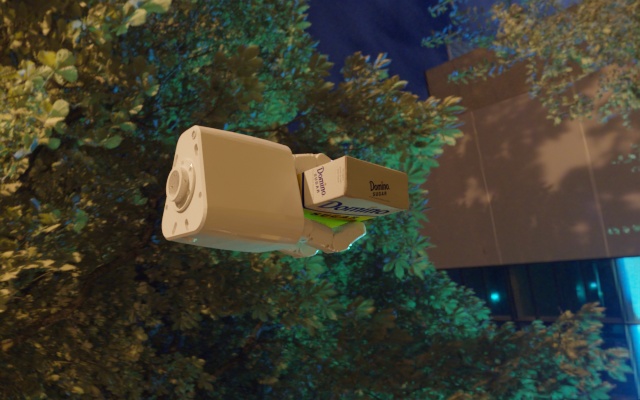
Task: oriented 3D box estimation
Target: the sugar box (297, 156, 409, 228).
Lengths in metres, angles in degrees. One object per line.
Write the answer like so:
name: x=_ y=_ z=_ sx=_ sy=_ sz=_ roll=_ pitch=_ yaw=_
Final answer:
sugar box: x=0.000 y=0.002 z=0.526 sx=0.093 sy=0.048 sz=0.176 roll=12 pitch=-17 yaw=-39
